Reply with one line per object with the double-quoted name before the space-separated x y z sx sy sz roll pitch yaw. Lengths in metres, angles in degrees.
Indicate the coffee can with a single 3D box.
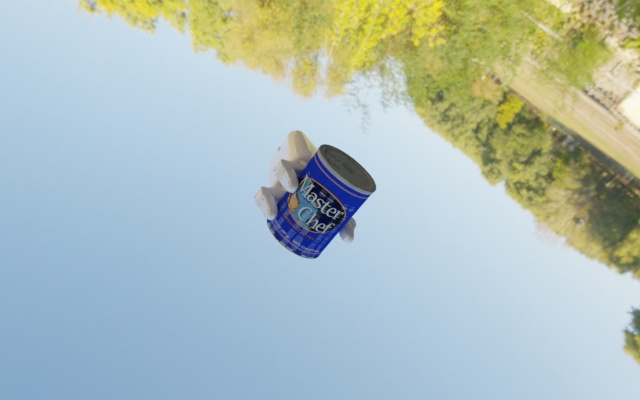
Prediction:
"coffee can" 0.000 0.002 0.710 0.103 0.140 0.102 32 23 -16
